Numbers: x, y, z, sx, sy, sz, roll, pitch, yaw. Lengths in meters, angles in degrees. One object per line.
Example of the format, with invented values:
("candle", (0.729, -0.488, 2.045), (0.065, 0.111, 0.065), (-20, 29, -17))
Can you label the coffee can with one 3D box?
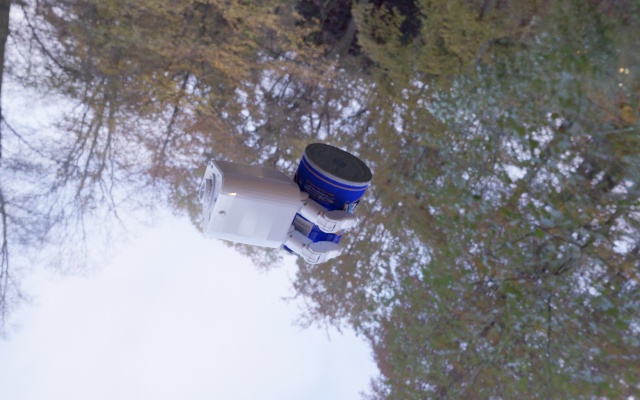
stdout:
("coffee can", (0.000, 0.002, 0.696), (0.103, 0.140, 0.102), (20, 27, -11))
